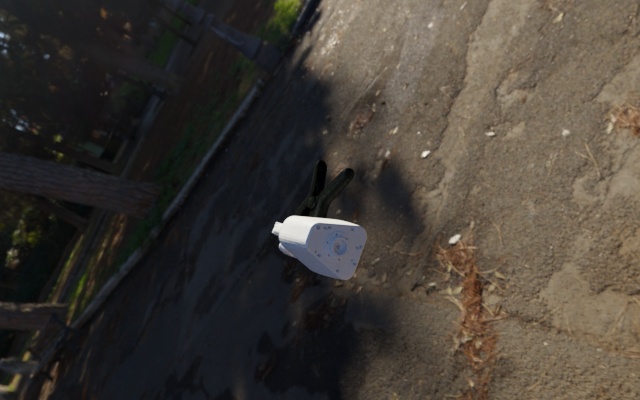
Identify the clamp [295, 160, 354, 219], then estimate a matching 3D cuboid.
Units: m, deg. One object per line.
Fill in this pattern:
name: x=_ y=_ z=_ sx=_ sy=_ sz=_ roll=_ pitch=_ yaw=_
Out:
clamp: x=0.000 y=0.003 z=0.886 sx=0.039 sy=0.171 sz=0.120 roll=25 pitch=-9 yaw=-25
